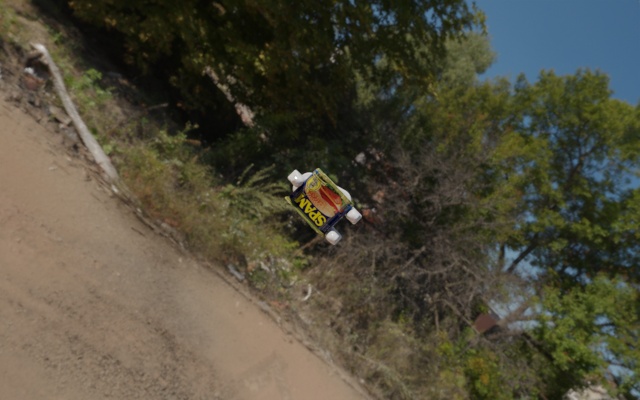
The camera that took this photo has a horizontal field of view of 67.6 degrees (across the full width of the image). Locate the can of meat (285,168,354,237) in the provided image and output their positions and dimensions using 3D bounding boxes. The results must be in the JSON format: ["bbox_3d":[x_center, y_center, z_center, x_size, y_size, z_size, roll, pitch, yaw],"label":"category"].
[{"bbox_3d":[0.000,0.003,0.886,0.084,0.102,0.057,-44,-7,3],"label":"can of meat"}]
